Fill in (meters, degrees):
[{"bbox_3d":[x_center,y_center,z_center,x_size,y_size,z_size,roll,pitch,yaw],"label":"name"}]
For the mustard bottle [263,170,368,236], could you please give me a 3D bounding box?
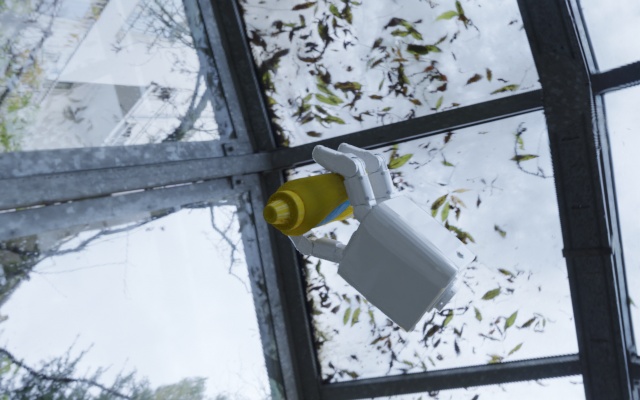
[{"bbox_3d":[0.000,0.001,0.547,0.096,0.058,0.191,-31,-9,31],"label":"mustard bottle"}]
